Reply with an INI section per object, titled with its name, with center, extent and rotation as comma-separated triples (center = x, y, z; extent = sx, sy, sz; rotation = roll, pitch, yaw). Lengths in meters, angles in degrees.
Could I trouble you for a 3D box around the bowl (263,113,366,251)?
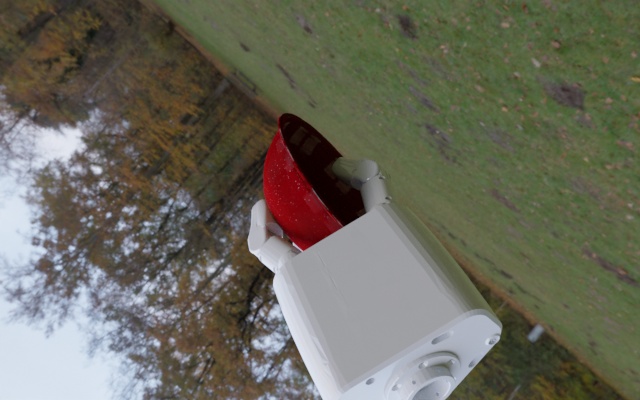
[bowl]
center = 0.000, 0.001, 0.428
extent = 0.055, 0.162, 0.162
rotation = -38, -13, 17
